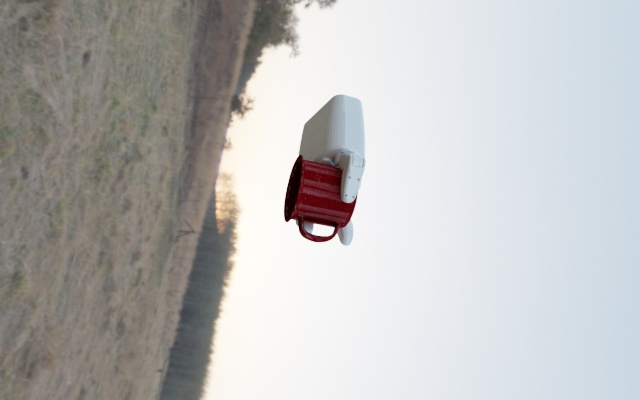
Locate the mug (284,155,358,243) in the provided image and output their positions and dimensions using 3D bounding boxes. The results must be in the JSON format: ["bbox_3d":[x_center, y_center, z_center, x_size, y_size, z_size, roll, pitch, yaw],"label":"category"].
[{"bbox_3d":[0.000,0.003,0.643,0.081,0.117,0.093,12,-33,-14],"label":"mug"}]
